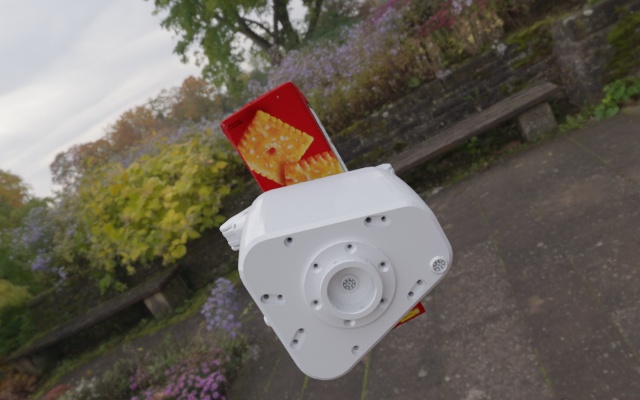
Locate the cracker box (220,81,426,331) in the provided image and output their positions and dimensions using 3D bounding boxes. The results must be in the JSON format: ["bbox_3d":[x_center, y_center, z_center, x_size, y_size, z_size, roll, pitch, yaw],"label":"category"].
[{"bbox_3d":[0.000,0.001,0.444,0.072,0.214,0.164,-30,12,3],"label":"cracker box"}]
